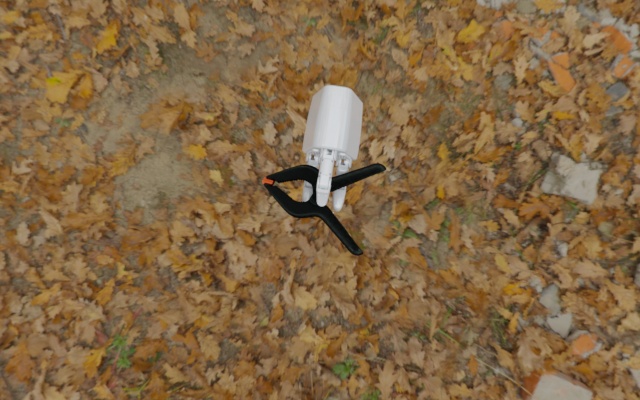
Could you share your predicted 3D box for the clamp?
[{"bbox_3d":[0.000,0.002,0.832,0.210,0.164,0.036,9,-4,2],"label":"clamp"}]
